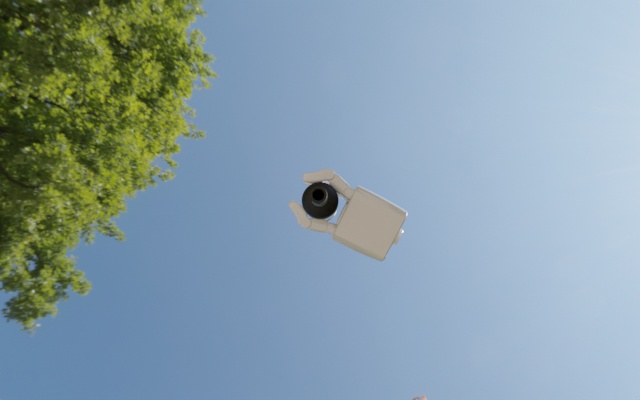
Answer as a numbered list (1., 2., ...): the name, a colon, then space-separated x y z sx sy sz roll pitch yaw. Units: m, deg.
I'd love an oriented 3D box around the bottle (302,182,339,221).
1. bottle: 0.000 0.003 0.893 0.069 0.069 0.296 0 -5 1
